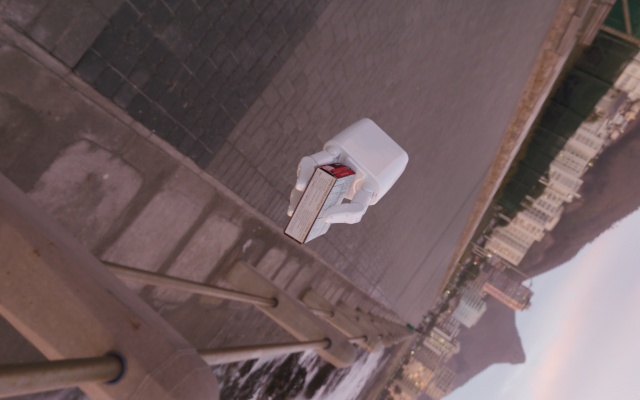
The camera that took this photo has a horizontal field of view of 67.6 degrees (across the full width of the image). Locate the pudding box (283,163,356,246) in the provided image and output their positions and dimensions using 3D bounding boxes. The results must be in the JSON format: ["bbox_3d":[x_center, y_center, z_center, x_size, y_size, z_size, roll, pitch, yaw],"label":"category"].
[{"bbox_3d":[0.000,0.002,0.686,0.039,0.113,0.090,31,17,16],"label":"pudding box"}]
